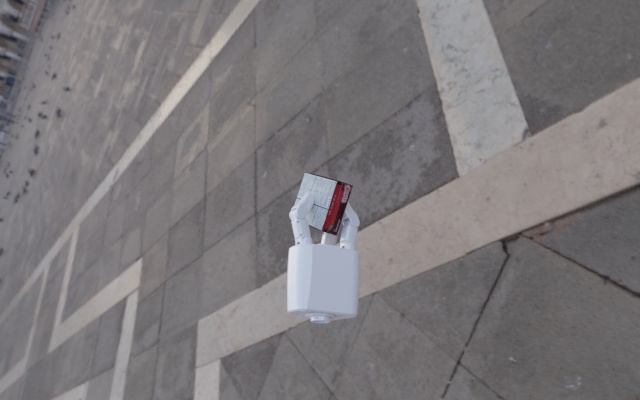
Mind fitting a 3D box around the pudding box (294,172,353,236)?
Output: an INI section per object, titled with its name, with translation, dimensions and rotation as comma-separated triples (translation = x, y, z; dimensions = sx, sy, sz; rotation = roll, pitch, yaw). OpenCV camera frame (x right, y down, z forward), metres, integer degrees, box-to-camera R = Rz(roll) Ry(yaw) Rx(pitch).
[pudding box]
translation = 0.000, 0.003, 0.827
dimensions = 0.039, 0.090, 0.113
rotation = 18, 1, -36
